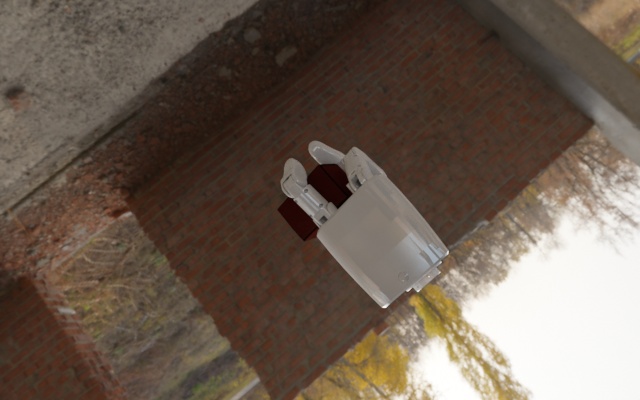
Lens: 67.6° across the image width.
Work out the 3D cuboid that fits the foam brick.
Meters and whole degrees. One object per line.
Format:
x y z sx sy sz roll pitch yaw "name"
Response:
0.000 0.002 0.551 0.078 0.051 0.053 -46 -14 22 "foam brick"
